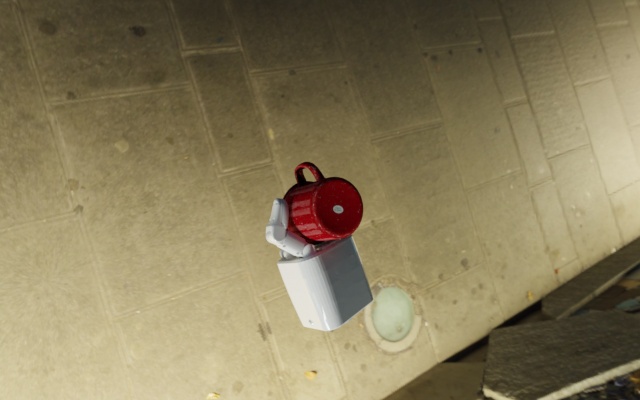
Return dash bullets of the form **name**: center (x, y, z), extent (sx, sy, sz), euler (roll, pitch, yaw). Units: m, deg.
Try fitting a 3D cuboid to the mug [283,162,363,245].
- **mug**: center (0.000, 0.001, 0.647), extent (0.093, 0.117, 0.081), euler (-24, 5, -30)
